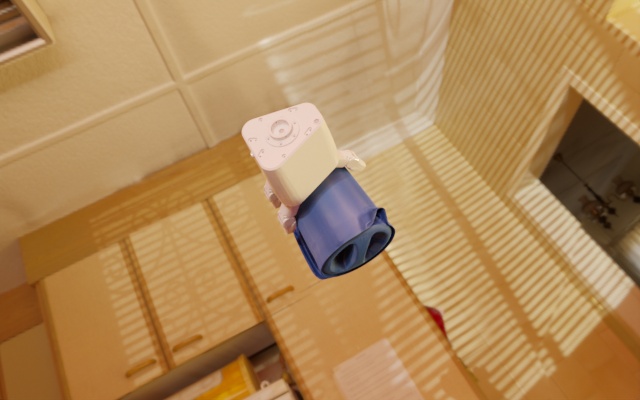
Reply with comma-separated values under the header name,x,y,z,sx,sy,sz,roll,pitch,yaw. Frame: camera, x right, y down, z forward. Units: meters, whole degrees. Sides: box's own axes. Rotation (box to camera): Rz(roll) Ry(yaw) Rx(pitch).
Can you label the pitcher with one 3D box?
name,x,y,z,sx,sy,sz,roll,pitch,yaw
pitcher,0.000,0.002,0.796,0.149,0.242,0.145,-32,-28,-1
